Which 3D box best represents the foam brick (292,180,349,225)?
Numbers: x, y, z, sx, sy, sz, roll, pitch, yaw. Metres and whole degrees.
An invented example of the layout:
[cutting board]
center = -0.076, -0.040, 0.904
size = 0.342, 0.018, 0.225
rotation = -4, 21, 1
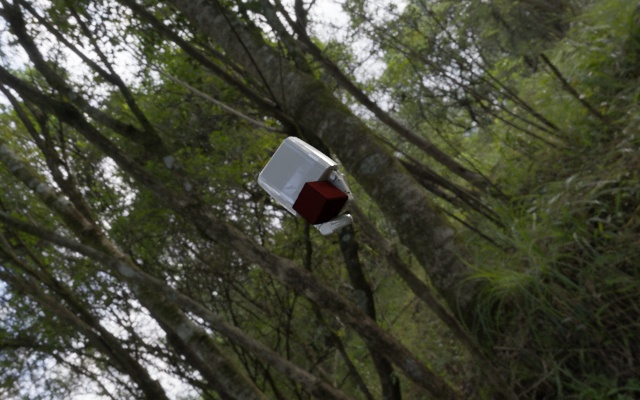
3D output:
[foam brick]
center = 0.000, 0.003, 0.798
size = 0.051, 0.053, 0.078
rotation = 38, 21, 21
